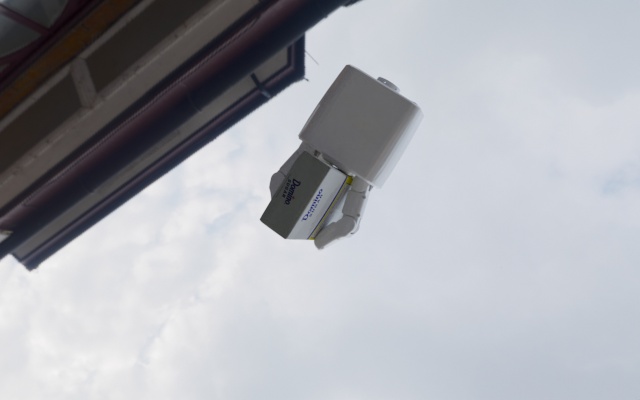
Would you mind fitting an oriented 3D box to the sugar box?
[{"bbox_3d":[0.000,0.002,0.584,0.048,0.093,0.176,35,5,21],"label":"sugar box"}]
